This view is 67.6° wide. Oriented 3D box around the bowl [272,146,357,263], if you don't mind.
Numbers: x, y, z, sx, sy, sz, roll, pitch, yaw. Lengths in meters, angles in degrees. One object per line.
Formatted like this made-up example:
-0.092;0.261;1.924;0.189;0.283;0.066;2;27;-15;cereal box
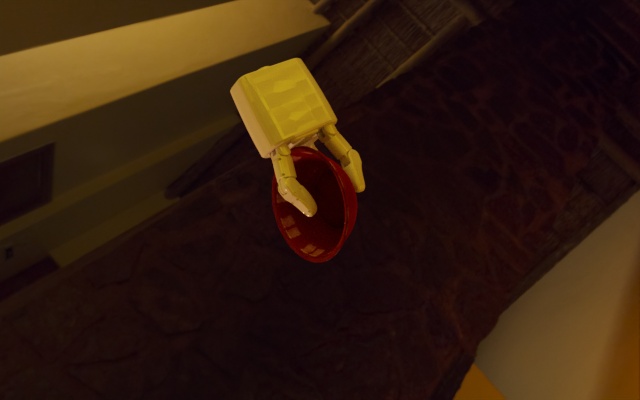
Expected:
0.001;0.003;0.670;0.055;0.162;0.162;-12;8;-40;bowl
